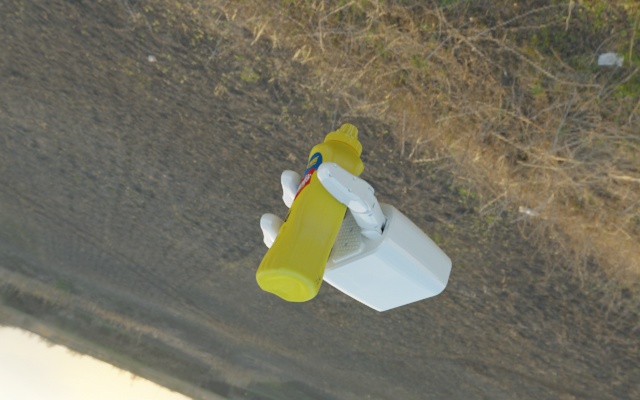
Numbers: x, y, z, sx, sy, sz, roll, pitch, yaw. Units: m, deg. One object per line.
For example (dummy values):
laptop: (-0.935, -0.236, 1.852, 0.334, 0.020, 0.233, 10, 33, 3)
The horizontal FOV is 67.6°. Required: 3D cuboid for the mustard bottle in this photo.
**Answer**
mustard bottle: (0.000, 0.002, 0.478, 0.058, 0.191, 0.096, 26, -25, -6)
